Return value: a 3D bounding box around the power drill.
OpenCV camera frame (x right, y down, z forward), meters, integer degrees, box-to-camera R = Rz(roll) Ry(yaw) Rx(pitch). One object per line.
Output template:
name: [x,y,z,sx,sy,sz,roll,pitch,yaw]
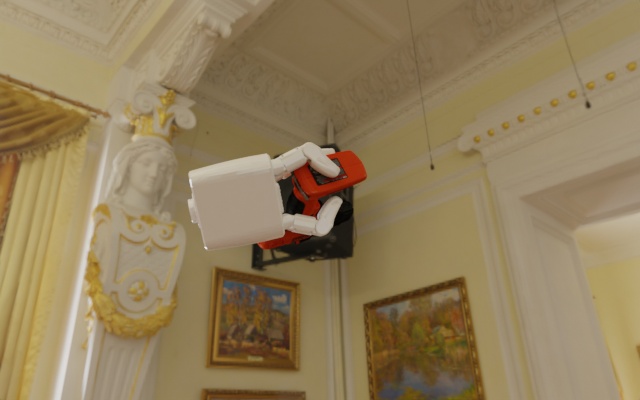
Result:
power drill: [0.000,0.002,0.736,0.184,0.057,0.188,-19,-24,-31]
